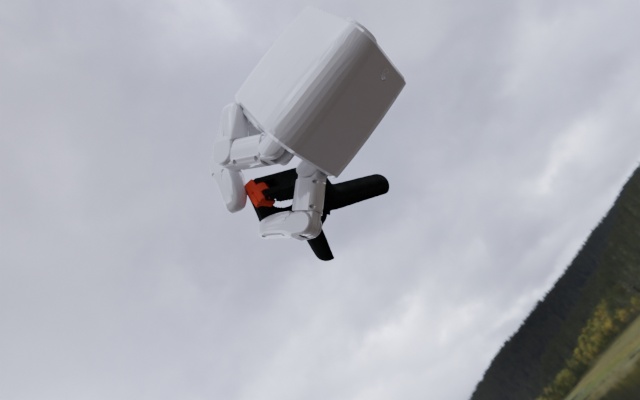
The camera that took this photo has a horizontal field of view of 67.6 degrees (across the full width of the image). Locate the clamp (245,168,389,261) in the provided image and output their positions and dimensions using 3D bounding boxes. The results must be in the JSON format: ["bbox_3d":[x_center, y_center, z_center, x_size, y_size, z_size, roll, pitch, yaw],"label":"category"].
[{"bbox_3d":[0.000,0.001,0.486,0.039,0.120,0.171,42,8,34],"label":"clamp"}]
